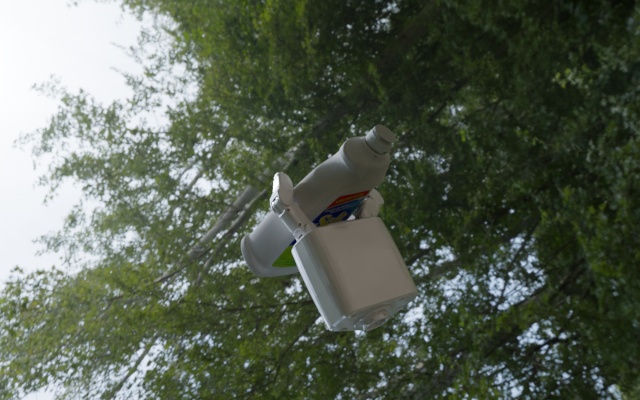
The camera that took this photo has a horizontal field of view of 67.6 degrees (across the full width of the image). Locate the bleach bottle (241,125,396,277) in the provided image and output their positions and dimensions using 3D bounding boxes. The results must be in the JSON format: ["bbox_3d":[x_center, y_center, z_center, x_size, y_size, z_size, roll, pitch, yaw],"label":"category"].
[{"bbox_3d":[0.000,0.002,0.601,0.102,0.068,0.251,1,-39,-42],"label":"bleach bottle"}]
